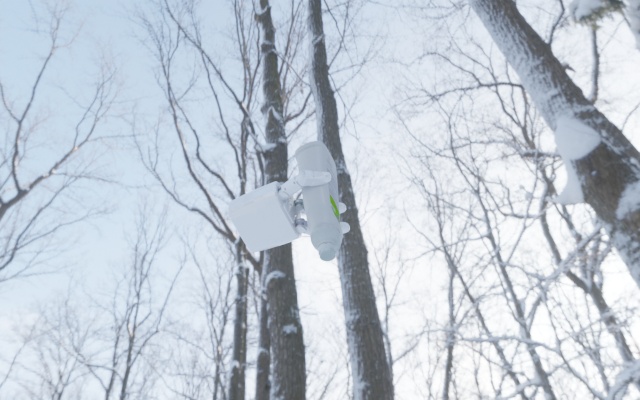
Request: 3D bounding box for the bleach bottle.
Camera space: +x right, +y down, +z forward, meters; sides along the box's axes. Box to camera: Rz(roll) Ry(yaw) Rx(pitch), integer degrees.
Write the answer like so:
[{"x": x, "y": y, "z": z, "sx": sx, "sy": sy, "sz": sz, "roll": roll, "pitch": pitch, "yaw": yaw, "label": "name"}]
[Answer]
[{"x": 0.000, "y": 0.003, "z": 0.894, "sx": 0.068, "sy": 0.250, "sz": 0.103, "roll": -21, "pitch": -48, "yaw": 14, "label": "bleach bottle"}]
